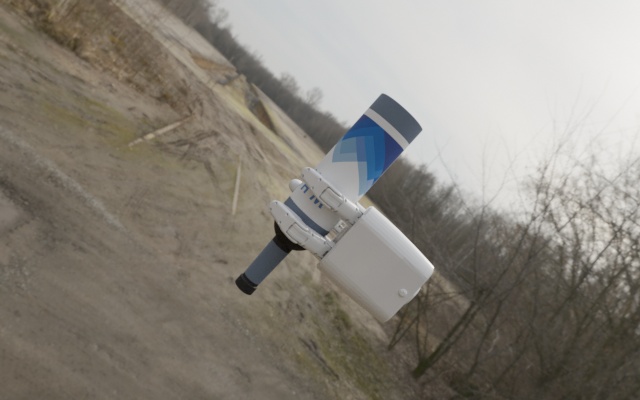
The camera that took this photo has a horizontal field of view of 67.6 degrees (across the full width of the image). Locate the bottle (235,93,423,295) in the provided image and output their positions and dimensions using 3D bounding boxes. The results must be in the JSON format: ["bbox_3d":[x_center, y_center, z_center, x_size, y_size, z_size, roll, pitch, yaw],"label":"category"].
[{"bbox_3d":[0.000,0.002,0.589,0.069,0.296,0.069,41,6,-5],"label":"bottle"}]
